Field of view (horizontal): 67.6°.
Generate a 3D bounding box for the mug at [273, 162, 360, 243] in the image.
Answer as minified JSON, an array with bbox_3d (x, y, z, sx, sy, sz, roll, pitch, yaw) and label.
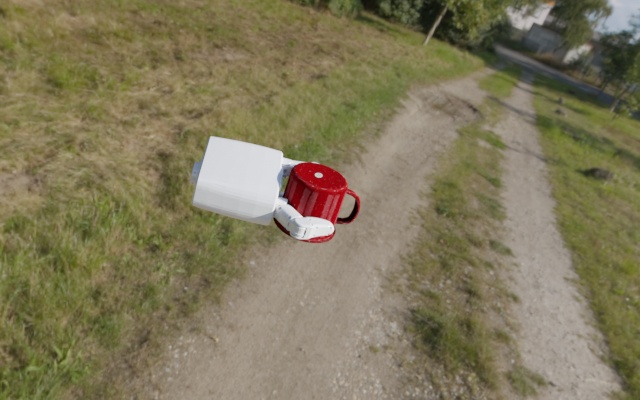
[{"bbox_3d":[0.002,0.002,0.668,0.117,0.081,0.093,12,28,-13],"label":"mug"}]
